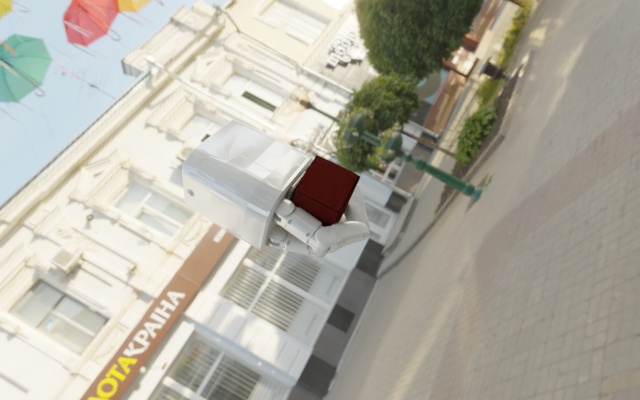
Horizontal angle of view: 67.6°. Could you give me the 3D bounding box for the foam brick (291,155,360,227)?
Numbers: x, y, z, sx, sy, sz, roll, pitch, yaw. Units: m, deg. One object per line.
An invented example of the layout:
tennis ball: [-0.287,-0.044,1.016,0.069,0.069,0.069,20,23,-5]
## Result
foam brick: [0.000,0.001,0.503,0.051,0.053,0.078,29,-34,5]
